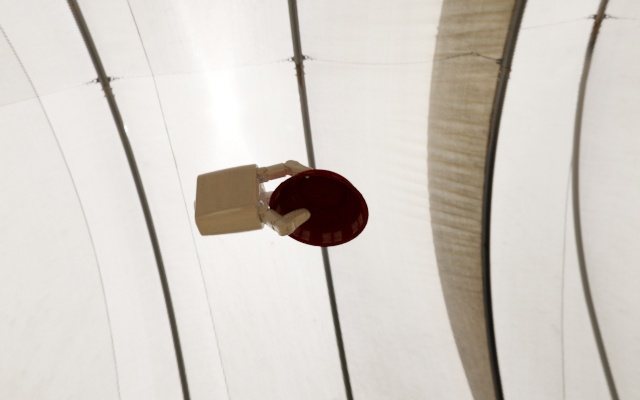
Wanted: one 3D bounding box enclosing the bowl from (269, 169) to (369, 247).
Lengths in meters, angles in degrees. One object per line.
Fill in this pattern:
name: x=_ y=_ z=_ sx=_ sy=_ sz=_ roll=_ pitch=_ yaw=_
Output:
bowl: x=0.002 y=0.002 z=0.783 sx=0.162 sy=0.162 sz=0.055 roll=0 pitch=41 yaw=10
